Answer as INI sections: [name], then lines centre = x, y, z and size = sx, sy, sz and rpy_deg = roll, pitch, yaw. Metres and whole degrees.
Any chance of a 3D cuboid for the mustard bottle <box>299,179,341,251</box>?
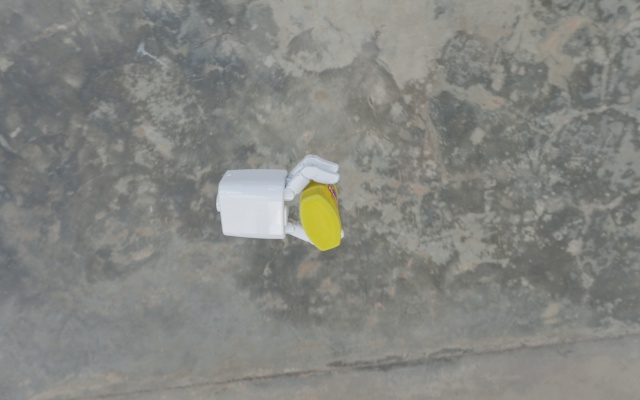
[mustard bottle]
centre = 0.000, 0.003, 0.812
size = 0.058, 0.096, 0.191
rpy_deg = -21, 19, 8
